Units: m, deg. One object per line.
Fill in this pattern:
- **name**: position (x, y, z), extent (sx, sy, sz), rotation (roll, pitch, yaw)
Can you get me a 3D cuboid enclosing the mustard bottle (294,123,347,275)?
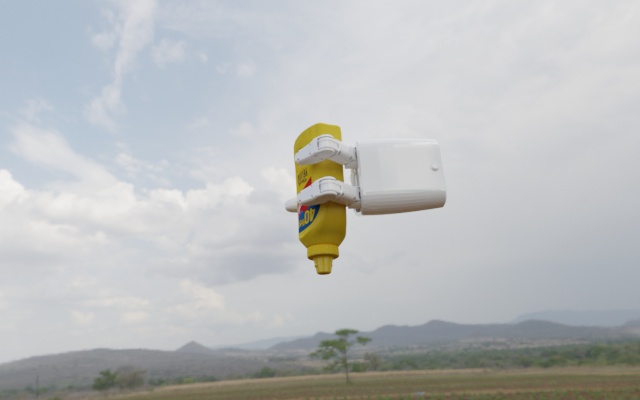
- **mustard bottle**: position (0.000, 0.002, 0.630), extent (0.058, 0.191, 0.096), rotation (6, -22, -24)
